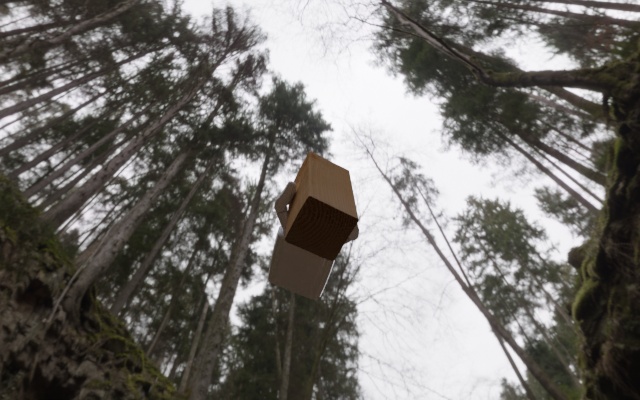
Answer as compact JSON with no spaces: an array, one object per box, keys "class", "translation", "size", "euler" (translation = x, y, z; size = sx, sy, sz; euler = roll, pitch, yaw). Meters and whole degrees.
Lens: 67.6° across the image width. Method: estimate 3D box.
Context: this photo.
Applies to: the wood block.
[{"class":"wood block","translation":[0.000,0.003,0.834],"size":[0.091,0.090,0.206],"euler":[25,22,-12]}]
